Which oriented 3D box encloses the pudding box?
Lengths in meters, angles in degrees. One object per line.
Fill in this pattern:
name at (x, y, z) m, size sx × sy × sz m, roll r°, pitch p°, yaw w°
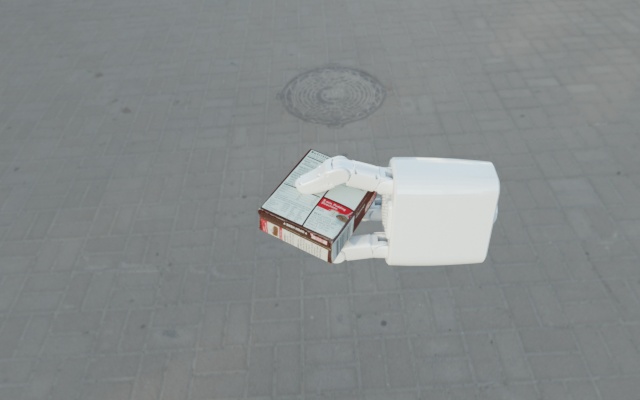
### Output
pudding box at (0.000, 0.002, 0.514) m, size 0.090 × 0.039 × 0.113 m, roll 23°, pitch 49°, yaw 18°
